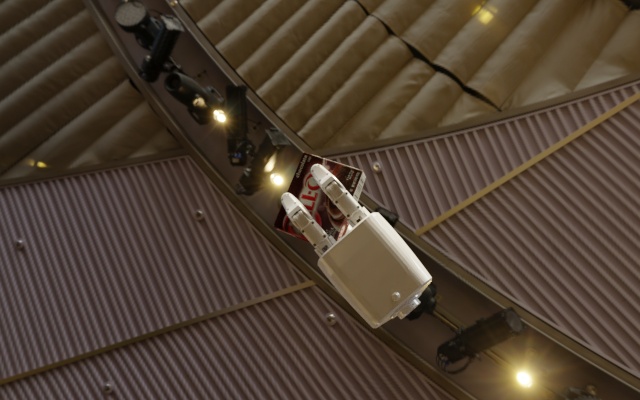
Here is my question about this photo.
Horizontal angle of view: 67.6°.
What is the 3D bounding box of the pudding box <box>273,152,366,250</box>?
[{"bbox_3d":[0.000,0.002,0.639,0.090,0.113,0.039,20,-8,20],"label":"pudding box"}]
